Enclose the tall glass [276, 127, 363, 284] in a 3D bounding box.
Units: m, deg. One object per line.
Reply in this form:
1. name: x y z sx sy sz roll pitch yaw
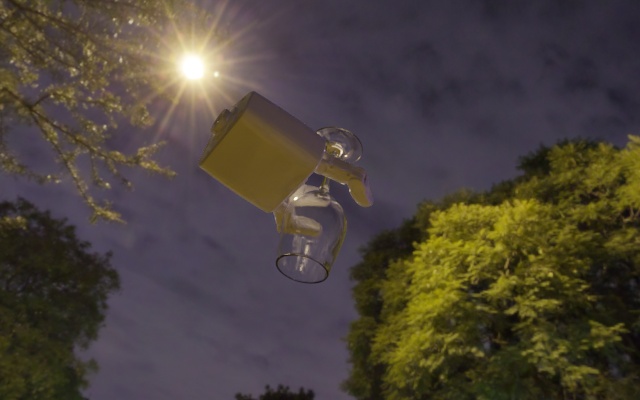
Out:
1. tall glass: 0.000 0.001 0.599 0.079 0.201 0.079 10 -37 7
